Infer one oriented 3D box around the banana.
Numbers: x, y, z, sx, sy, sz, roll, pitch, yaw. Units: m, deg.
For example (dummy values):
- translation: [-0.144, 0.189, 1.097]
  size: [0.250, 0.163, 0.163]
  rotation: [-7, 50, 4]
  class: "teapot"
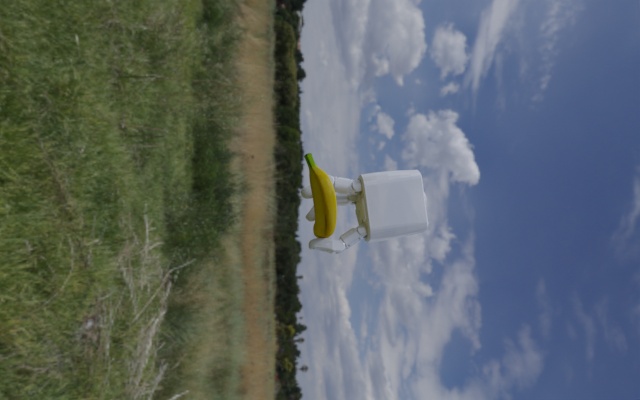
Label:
- translation: [0.004, 0.014, 0.773]
  size: [0.037, 0.069, 0.198]
  rotation: [-12, -41, -7]
  class: "banana"
